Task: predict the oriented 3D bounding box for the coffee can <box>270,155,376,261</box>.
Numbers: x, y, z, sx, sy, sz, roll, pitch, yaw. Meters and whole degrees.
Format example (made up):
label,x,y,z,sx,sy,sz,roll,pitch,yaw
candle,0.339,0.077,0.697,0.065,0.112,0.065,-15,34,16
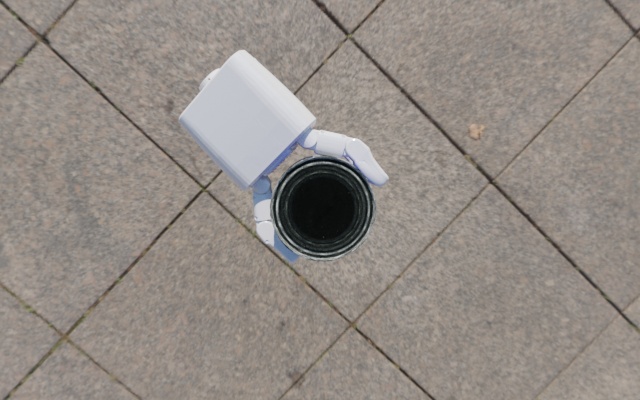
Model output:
label,x,y,z,sx,sy,sz,roll,pitch,yaw
coffee can,0.000,0.002,0.525,0.103,0.103,0.140,0,5,-2
